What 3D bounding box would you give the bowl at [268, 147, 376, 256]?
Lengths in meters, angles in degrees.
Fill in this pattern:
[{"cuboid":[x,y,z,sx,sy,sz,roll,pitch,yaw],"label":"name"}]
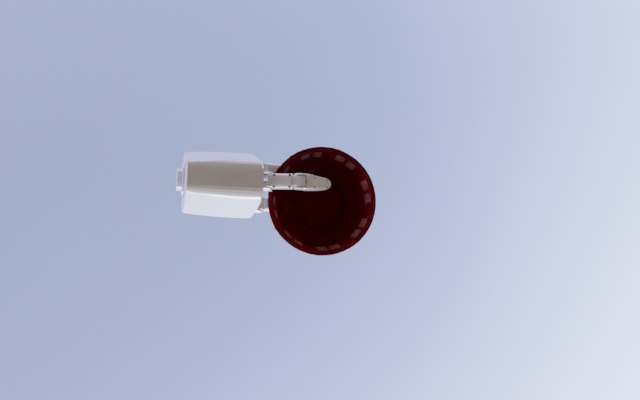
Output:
[{"cuboid":[0.001,0.003,0.729,0.162,0.162,0.055,0,-5,-7],"label":"bowl"}]
